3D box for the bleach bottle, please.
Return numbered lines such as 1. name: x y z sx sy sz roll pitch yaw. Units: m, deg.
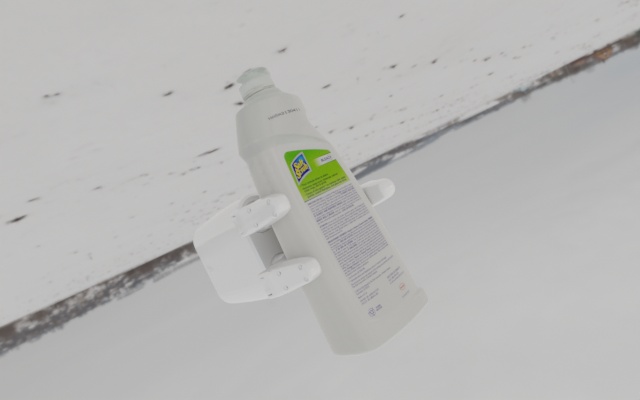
1. bleach bottle: 0.000 0.001 0.420 0.068 0.251 0.102 -25 1 45
